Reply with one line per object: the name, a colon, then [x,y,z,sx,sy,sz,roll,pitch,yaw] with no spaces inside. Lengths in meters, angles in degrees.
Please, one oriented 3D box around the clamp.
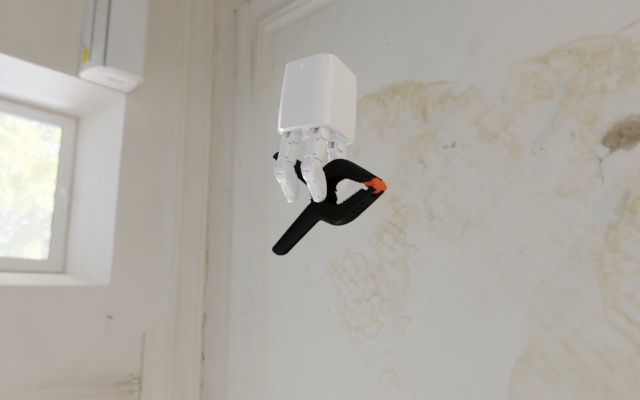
clamp: [0.001,0.002,0.691,0.210,0.164,0.036,-1,-7,42]
